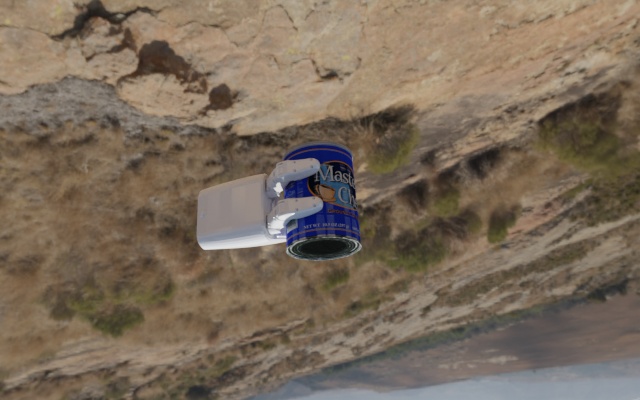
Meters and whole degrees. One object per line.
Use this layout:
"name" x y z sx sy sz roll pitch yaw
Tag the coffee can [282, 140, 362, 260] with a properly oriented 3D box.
"coffee can" 0.000 0.002 0.668 0.103 0.140 0.103 -3 -23 -1
